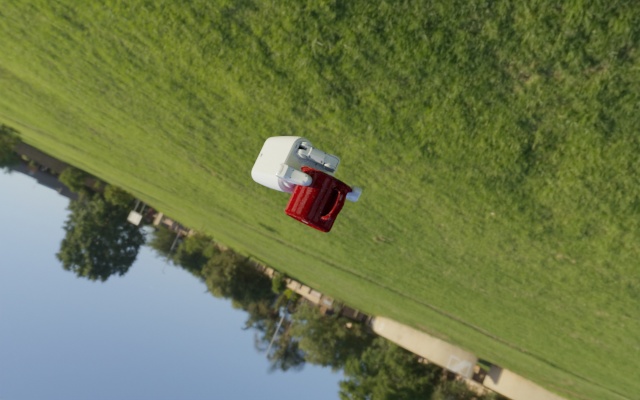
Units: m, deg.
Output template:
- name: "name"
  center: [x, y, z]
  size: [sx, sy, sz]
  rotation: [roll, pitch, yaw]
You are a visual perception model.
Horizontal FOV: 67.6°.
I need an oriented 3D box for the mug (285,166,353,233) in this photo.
- name: "mug"
  center: [0.001, 0.003, 0.767]
  size: [0.093, 0.081, 0.117]
  rotation: [29, -8, -33]
